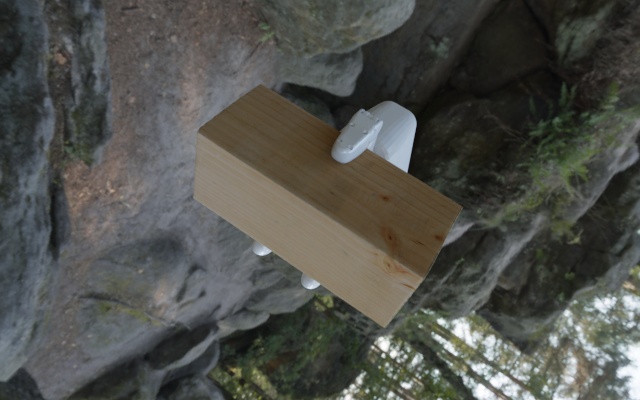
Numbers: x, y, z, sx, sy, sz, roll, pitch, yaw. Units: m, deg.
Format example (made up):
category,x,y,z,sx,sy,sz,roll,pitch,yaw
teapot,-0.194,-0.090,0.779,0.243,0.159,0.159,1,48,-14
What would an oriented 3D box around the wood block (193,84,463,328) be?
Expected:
category,x,y,z,sx,sy,sz,roll,pitch,yaw
wood block,0.000,0.001,0.413,0.206,0.091,0.090,32,49,10
